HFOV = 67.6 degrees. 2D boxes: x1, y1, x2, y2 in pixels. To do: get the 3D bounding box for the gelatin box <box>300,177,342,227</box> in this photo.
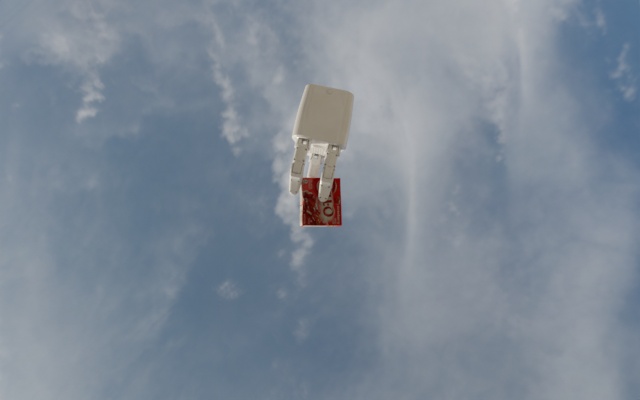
[{"bbox_3d":[0.000,0.003,0.868,0.073,0.089,0.030,1,-7,-11],"label":"gelatin box"}]
